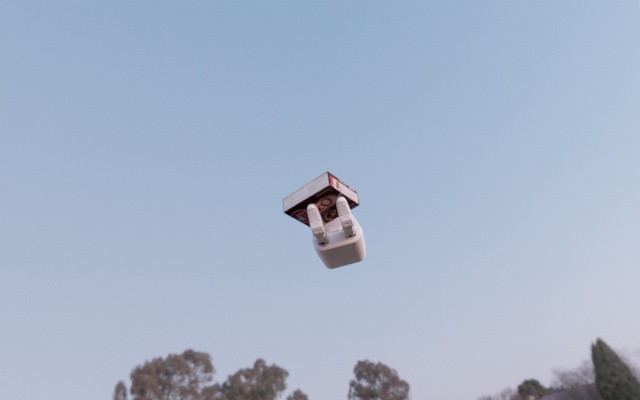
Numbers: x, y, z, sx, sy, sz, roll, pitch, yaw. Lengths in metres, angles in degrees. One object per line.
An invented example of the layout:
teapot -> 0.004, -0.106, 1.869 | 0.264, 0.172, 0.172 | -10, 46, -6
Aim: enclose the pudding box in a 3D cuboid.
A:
pudding box -> 0.000, 0.003, 0.879 | 0.113, 0.039, 0.090 | -32, -41, 26
